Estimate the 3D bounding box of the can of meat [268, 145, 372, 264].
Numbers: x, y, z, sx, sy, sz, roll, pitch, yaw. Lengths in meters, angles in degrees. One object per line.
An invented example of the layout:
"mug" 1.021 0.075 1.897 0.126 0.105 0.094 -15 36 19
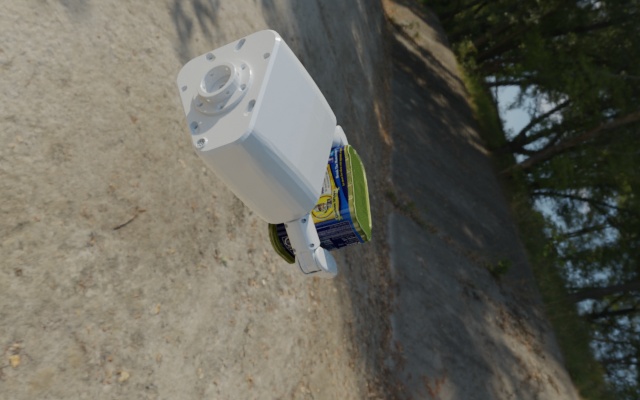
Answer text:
"can of meat" 0.000 0.002 0.460 0.084 0.102 0.057 -16 -36 18
